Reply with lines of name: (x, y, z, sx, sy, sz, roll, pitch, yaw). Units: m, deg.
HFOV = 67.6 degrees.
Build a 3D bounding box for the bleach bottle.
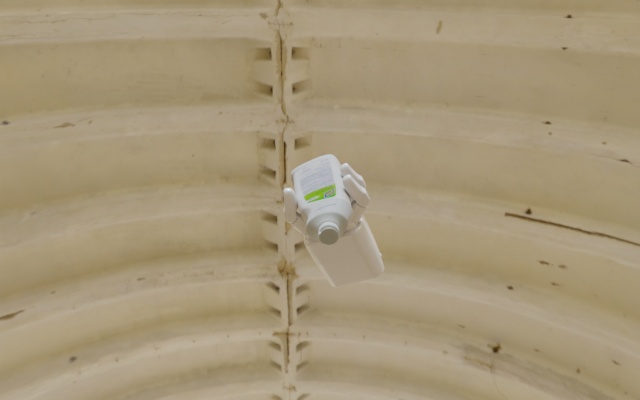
bleach bottle: (0.000, 0.003, 0.804, 0.102, 0.068, 0.250, -25, 24, 9)
